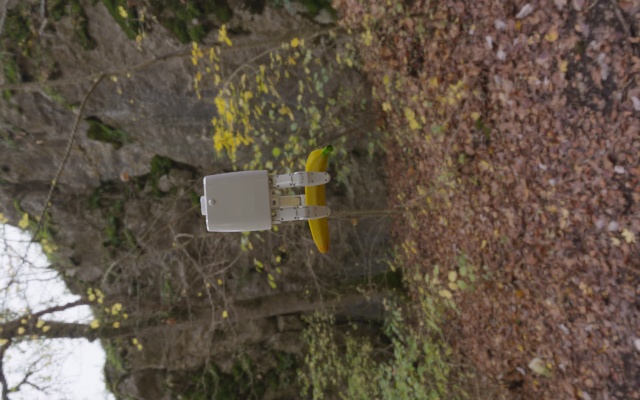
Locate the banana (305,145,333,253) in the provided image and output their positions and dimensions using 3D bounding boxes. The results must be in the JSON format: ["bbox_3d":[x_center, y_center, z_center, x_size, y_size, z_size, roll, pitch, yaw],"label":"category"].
[{"bbox_3d":[-0.005,-0.007,0.845,0.037,0.198,0.069,-5,21,-15],"label":"banana"}]
